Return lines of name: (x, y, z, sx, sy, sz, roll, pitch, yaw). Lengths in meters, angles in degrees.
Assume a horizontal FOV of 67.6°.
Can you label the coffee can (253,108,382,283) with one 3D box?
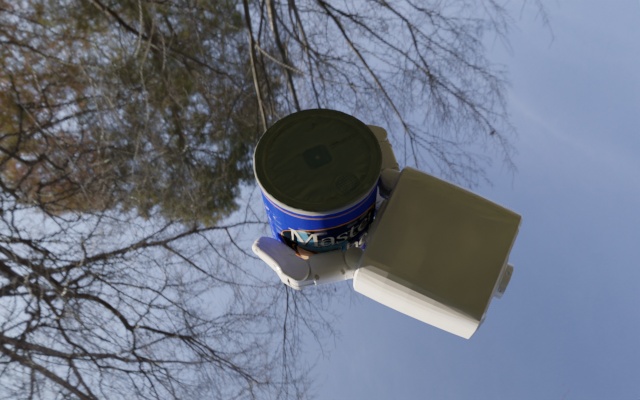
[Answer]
coffee can: (0.000, 0.001, 0.437, 0.103, 0.102, 0.140, 0, -32, 2)
